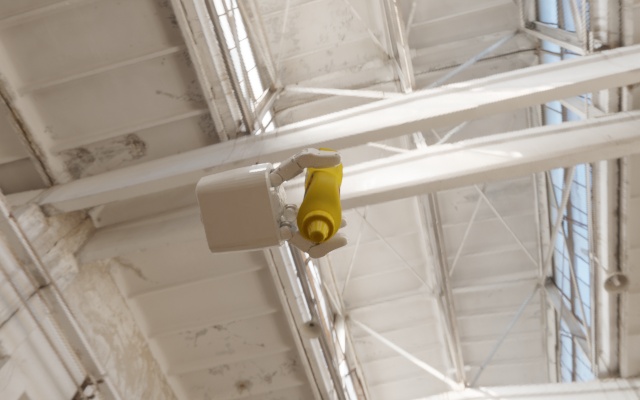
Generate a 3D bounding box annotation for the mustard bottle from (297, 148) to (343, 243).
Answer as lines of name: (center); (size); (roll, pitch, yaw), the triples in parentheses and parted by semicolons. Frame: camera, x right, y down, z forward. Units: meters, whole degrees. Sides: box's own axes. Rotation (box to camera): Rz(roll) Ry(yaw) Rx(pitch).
mustard bottle: (0.000, 0.002, 0.661); (0.058, 0.096, 0.191); (12, 26, -3)
